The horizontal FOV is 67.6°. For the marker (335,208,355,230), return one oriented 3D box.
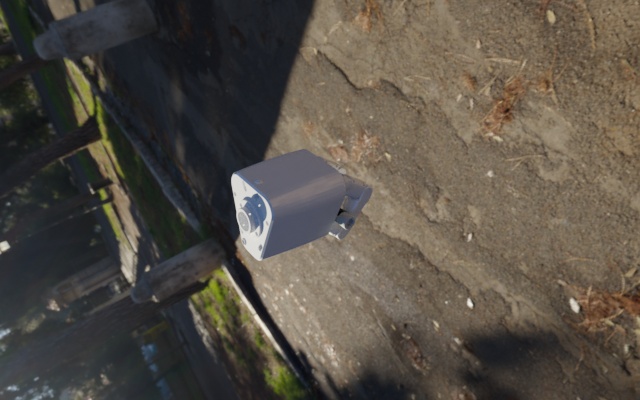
[{"bbox_3d":[0.000,0.002,0.647,0.020,0.020,0.121,0,27,-45],"label":"marker"}]
